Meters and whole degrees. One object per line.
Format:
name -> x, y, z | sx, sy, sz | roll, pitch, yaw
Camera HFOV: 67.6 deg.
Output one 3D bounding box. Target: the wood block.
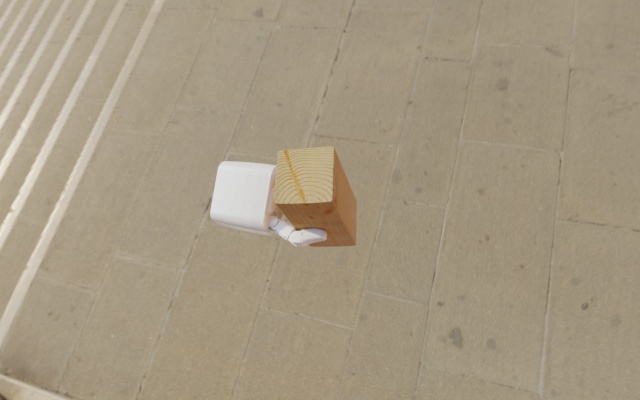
wood block -> 0.000, 0.003, 0.785 | 0.090, 0.090, 0.206 | -2, -23, 14
